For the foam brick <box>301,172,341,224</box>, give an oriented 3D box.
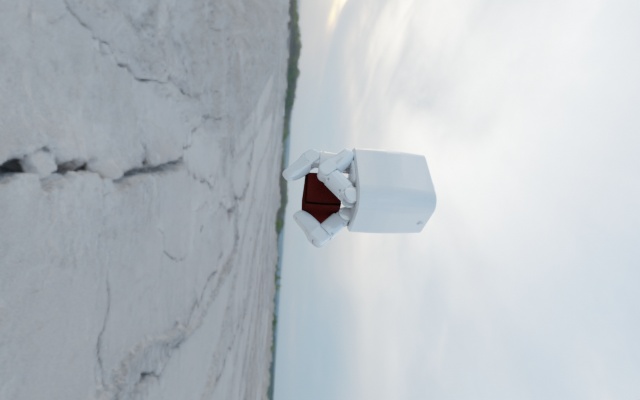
[{"bbox_3d":[0.000,0.002,0.692,0.051,0.053,0.078,3,-29,-5],"label":"foam brick"}]
